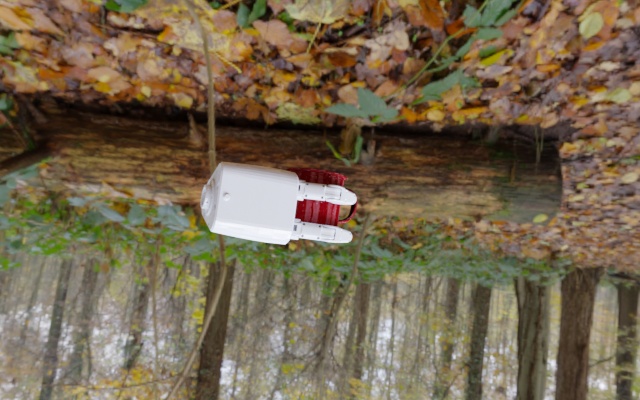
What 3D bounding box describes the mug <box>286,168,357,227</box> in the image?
[{"bbox_3d":[0.001,0.003,0.714,0.117,0.081,0.093,10,-6,-22],"label":"mug"}]
